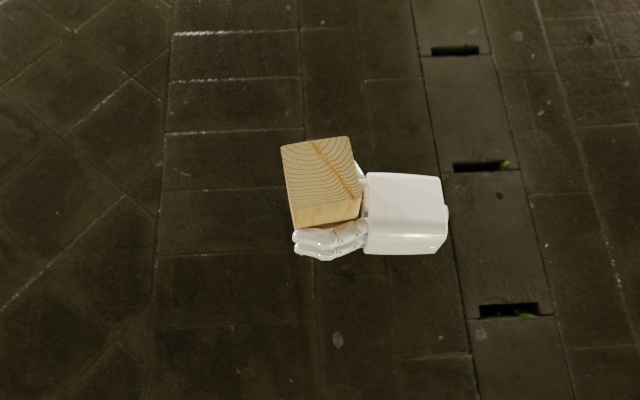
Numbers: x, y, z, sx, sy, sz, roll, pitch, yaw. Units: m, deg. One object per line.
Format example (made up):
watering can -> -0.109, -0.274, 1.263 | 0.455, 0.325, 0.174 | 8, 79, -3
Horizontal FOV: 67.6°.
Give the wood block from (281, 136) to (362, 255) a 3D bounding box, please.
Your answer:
wood block -> 0.000, 0.002, 0.687 | 0.090, 0.090, 0.206 | -10, -22, -4
